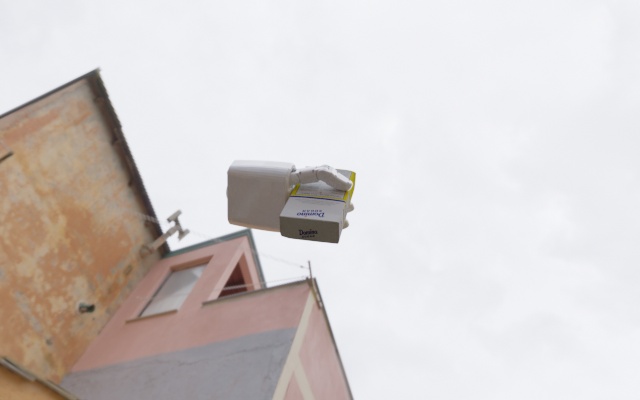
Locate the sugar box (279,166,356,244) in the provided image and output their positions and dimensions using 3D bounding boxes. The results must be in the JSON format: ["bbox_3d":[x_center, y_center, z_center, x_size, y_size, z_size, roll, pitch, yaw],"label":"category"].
[{"bbox_3d":[0.000,0.003,0.779,0.093,0.048,0.176,6,33,11],"label":"sugar box"}]
